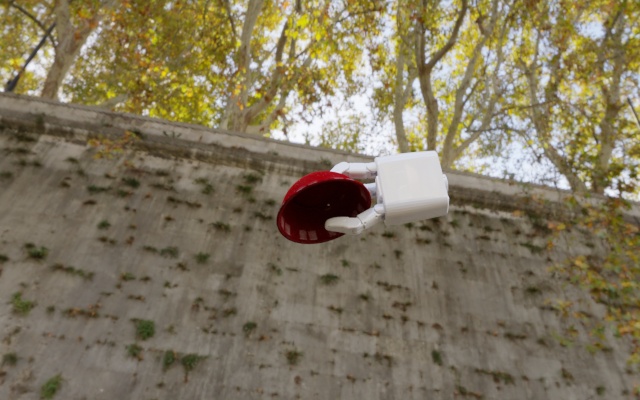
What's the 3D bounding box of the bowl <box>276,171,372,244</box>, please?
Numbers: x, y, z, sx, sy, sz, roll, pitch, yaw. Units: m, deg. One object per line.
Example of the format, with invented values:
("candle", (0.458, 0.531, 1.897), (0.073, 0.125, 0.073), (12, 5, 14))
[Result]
("bowl", (-0.001, 0.002, 0.794), (0.162, 0.055, 0.162), (-13, -39, -10))
